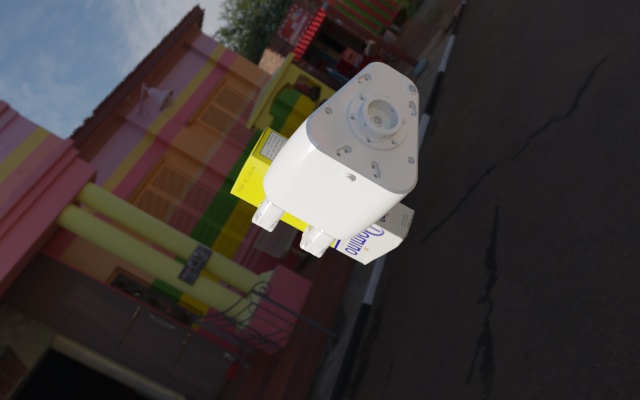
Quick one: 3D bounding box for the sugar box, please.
[{"bbox_3d":[0.000,0.002,0.508,0.176,0.048,0.093,31,-31,-8],"label":"sugar box"}]
